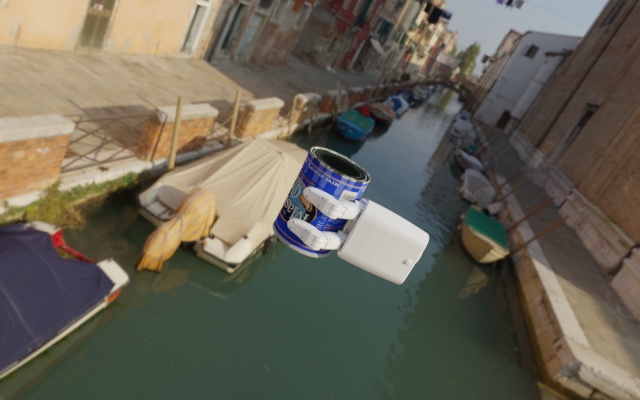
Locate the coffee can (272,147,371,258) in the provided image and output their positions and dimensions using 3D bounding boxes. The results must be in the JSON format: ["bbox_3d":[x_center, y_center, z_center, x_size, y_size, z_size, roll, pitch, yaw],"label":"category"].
[{"bbox_3d":[0.000,0.002,0.740,0.103,0.140,0.102,24,20,-10],"label":"coffee can"}]
